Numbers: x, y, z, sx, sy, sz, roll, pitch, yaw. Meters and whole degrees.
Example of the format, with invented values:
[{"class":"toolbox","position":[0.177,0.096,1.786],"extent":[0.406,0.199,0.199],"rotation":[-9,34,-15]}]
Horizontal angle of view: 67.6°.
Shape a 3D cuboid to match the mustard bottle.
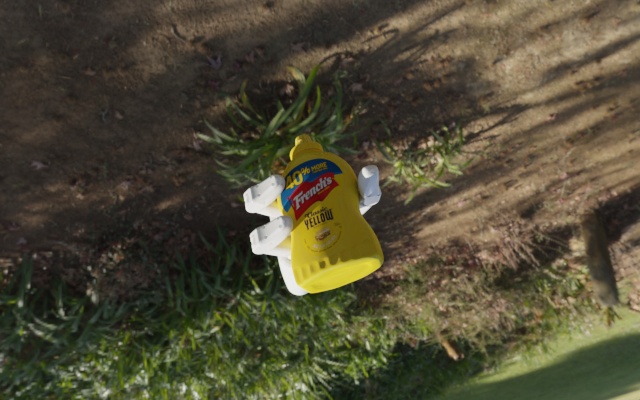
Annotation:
[{"class":"mustard bottle","position":[0.000,0.002,0.549],"extent":[0.096,0.191,0.058],"rotation":[-25,-32,15]}]
